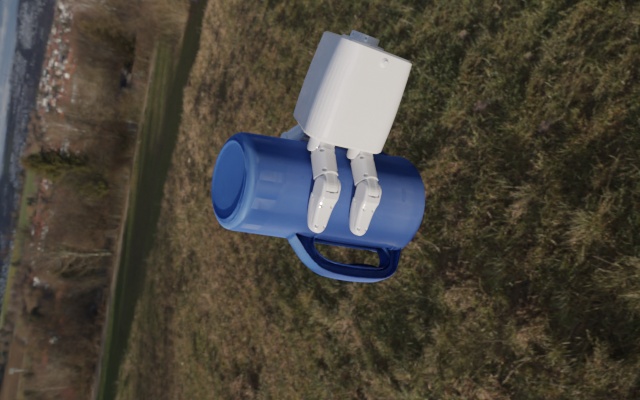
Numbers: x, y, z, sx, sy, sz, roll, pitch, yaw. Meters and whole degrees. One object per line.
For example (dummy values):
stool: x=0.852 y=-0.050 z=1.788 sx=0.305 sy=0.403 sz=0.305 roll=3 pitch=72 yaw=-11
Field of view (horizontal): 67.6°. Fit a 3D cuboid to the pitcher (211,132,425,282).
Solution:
pitcher: x=0.000 y=0.002 z=0.578 sx=0.243 sy=0.145 sz=0.149 roll=8 pitch=22 yaw=-34
